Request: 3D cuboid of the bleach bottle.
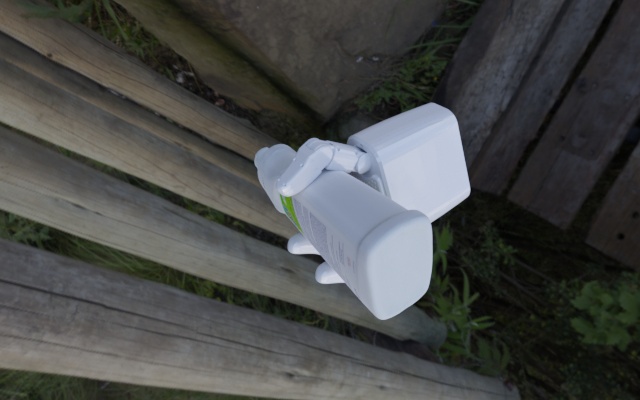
[{"bbox_3d":[0.000,0.002,0.471,0.068,0.103,0.250,-28,41,-20],"label":"bleach bottle"}]
